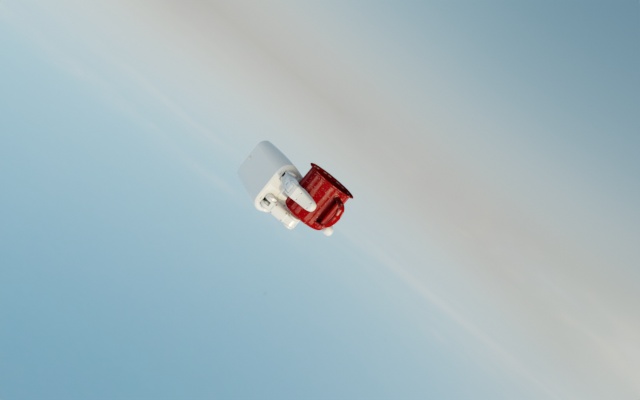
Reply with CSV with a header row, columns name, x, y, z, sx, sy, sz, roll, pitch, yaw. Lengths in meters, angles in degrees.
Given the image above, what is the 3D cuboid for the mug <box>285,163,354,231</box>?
name,x,y,z,sx,sy,sz,roll,pitch,yaw
mug,0.001,0.004,0.798,0.093,0.081,0.117,30,14,-42
